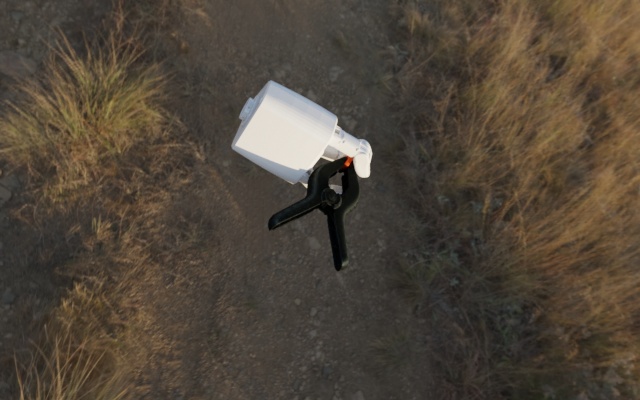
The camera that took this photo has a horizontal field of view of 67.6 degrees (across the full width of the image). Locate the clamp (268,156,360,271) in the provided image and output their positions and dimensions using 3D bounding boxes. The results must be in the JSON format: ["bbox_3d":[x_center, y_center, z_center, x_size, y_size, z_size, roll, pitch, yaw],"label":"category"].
[{"bbox_3d":[0.001,0.002,0.663,0.120,0.171,0.039,28,-35,-19],"label":"clamp"}]
